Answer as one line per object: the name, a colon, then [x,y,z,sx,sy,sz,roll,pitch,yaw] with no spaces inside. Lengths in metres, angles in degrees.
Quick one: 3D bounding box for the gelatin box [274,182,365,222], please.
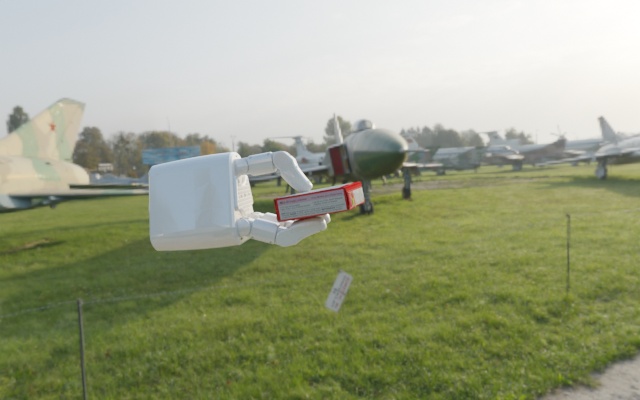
gelatin box: [0.000,0.001,0.562,0.089,0.030,0.073,-10,3,19]
